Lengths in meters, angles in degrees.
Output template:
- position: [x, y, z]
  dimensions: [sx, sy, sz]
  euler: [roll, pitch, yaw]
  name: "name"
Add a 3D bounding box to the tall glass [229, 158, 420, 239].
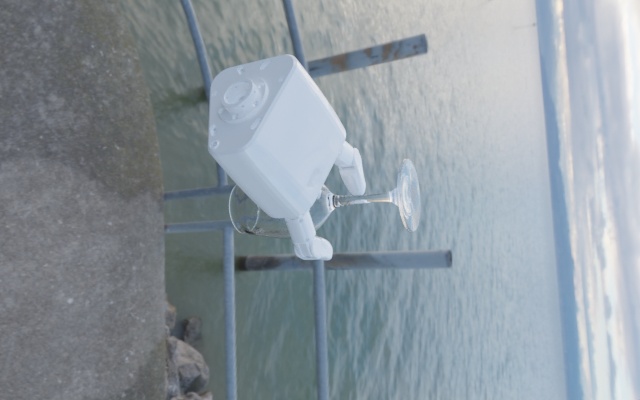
- position: [0.001, 0.002, 0.518]
  dimensions: [0.201, 0.079, 0.079]
  euler: [-5, -2, 26]
  name: "tall glass"
